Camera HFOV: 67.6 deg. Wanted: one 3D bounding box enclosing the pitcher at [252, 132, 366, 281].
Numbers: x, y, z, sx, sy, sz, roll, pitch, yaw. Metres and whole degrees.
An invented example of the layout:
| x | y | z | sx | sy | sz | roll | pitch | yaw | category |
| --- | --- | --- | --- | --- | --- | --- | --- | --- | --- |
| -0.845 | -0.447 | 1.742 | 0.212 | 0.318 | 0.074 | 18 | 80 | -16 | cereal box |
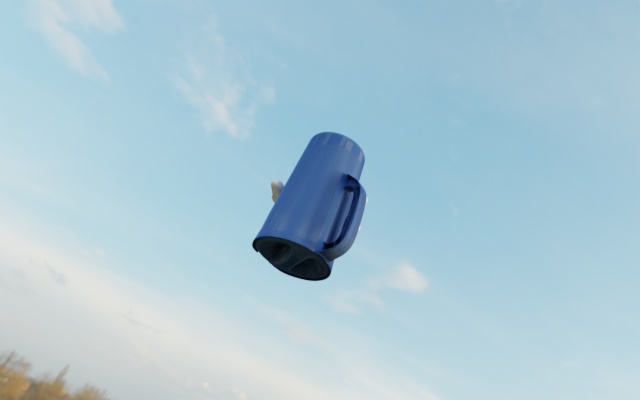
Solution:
| x | y | z | sx | sy | sz | roll | pitch | yaw | category |
| --- | --- | --- | --- | --- | --- | --- | --- | --- | --- |
| 0.000 | 0.003 | 0.802 | 0.149 | 0.242 | 0.145 | 20 | -30 | 4 | pitcher |
